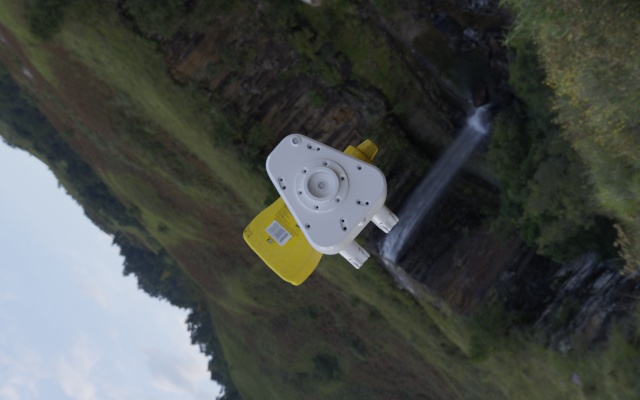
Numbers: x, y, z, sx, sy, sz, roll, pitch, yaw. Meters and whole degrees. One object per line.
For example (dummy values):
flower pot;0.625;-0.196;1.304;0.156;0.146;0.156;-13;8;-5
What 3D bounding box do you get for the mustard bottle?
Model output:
mustard bottle;0.000;0.002;0.579;0.096;0.191;0.058;41;-2;32
